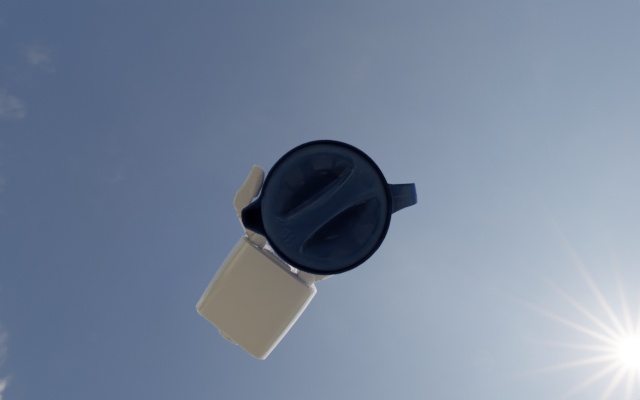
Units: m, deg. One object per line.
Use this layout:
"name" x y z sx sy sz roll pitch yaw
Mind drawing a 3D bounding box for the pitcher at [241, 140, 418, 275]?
"pitcher" 0.000 0.002 0.580 0.149 0.145 0.243 36 -3 -8
